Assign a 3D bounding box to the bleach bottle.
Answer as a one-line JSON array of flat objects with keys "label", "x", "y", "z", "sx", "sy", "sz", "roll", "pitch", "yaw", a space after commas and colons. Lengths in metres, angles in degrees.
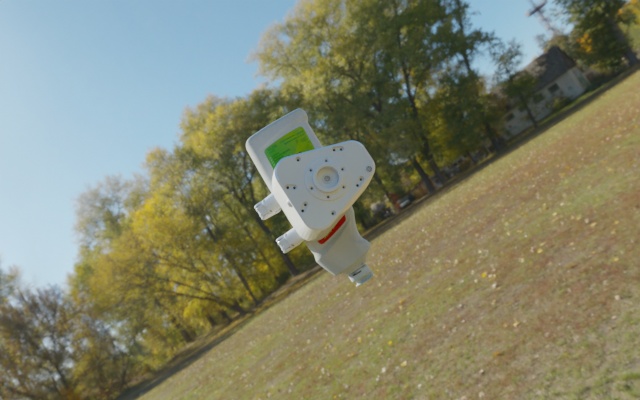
[{"label": "bleach bottle", "x": 0.000, "y": 0.002, "z": 0.671, "sx": 0.102, "sy": 0.251, "sz": 0.068, "roll": -32, "pitch": -5, "yaw": -9}]
